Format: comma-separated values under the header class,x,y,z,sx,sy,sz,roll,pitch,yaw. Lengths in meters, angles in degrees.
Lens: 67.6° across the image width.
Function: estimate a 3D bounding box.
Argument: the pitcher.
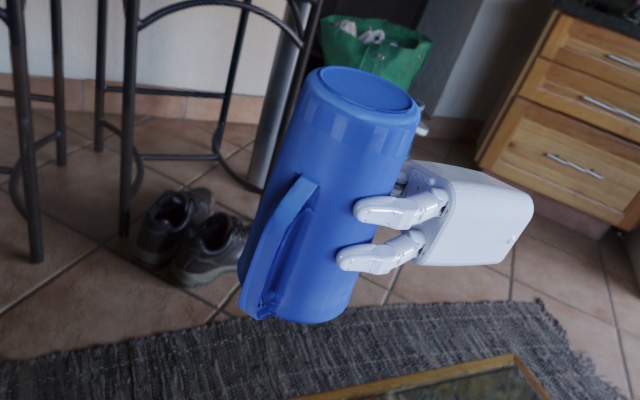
class,x,y,z,sx,sy,sz,roll,pitch,yaw
pitcher,0.000,0.002,0.473,0.145,0.243,0.149,6,35,-21
